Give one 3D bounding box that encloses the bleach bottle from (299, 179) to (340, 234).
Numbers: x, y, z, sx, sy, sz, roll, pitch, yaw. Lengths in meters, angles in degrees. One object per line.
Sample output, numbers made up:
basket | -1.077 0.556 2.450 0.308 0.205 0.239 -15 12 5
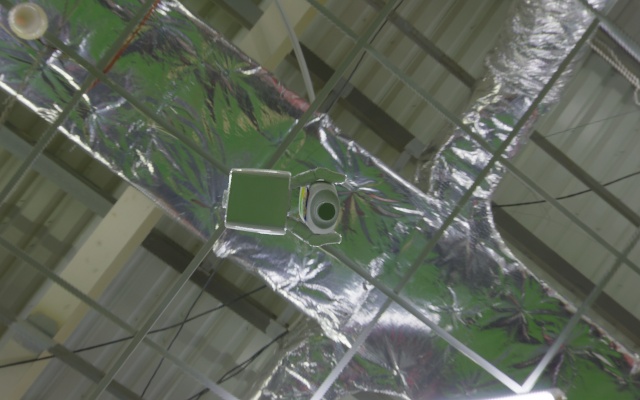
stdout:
bleach bottle | 0.000 0.003 0.866 0.068 0.102 0.251 7 2 -5
